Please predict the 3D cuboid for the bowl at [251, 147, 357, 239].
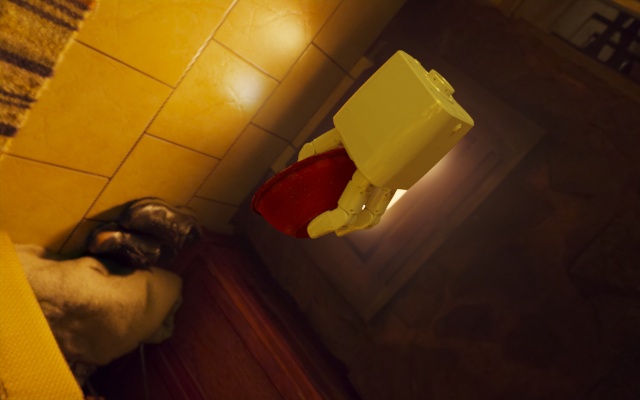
[{"bbox_3d":[0.000,0.003,0.584,0.162,0.055,0.162,-22,-18,-7],"label":"bowl"}]
